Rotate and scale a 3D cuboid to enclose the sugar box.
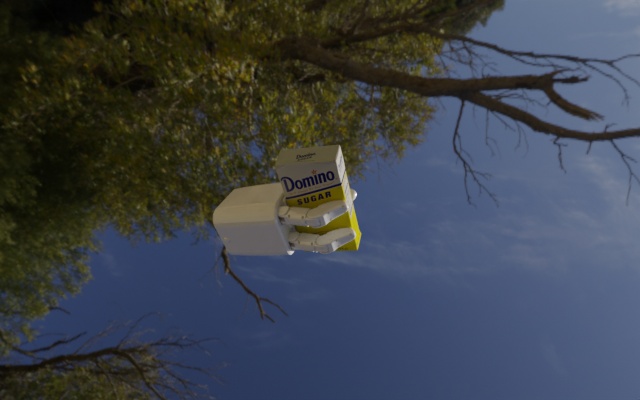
[{"bbox_3d":[0.000,0.003,0.723,0.093,0.176,0.048,-4,41,17],"label":"sugar box"}]
